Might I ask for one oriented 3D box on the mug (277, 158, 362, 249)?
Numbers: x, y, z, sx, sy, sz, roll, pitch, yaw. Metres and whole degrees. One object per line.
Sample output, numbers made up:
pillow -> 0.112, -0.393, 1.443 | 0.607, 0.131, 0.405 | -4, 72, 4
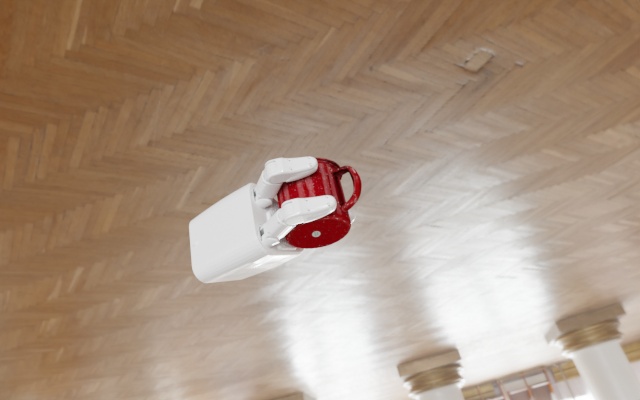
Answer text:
mug -> 0.001, 0.001, 0.582 | 0.117, 0.081, 0.093 | -28, -33, 23
